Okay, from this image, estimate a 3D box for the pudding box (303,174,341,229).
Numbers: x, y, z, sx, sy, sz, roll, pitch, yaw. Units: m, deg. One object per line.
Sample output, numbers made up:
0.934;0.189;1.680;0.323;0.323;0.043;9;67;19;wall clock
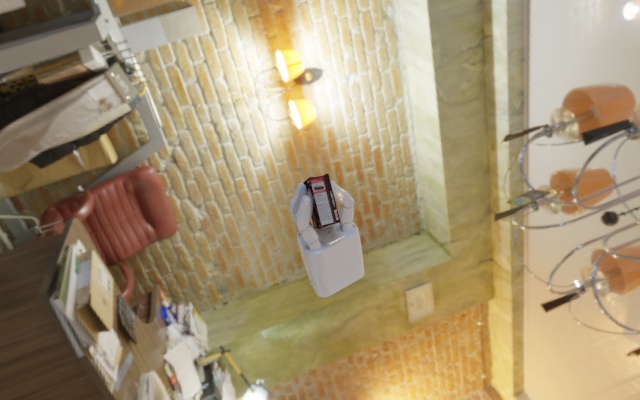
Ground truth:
0.000;0.003;0.849;0.039;0.090;0.113;-15;-1;-10;pudding box
